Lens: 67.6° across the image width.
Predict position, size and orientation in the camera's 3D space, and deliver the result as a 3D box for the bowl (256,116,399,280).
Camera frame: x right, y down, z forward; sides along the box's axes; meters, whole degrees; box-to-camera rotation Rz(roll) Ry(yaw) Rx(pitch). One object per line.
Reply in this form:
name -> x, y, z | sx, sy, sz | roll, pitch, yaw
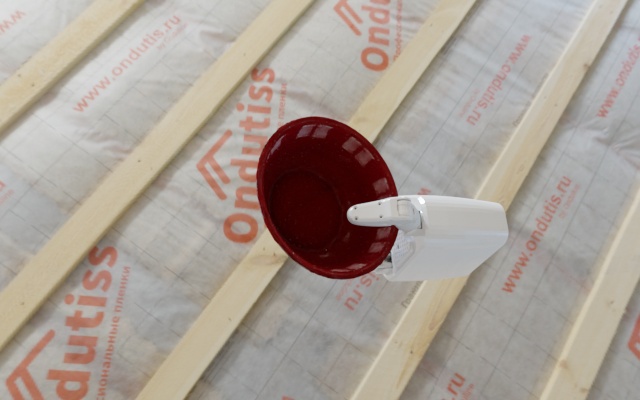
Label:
bowl -> -0.001, 0.001, 0.472 | 0.162, 0.162, 0.055 | 0, -17, -33
